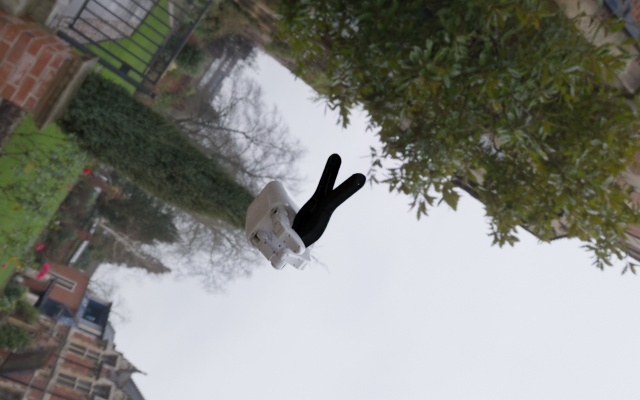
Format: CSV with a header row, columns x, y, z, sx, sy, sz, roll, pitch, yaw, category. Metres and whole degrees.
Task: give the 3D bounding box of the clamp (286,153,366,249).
x,y,z,sx,sy,sz,roll,pitch,yaw,category
0.001,0.003,0.757,0.039,0.171,0.120,34,16,-22,clamp
